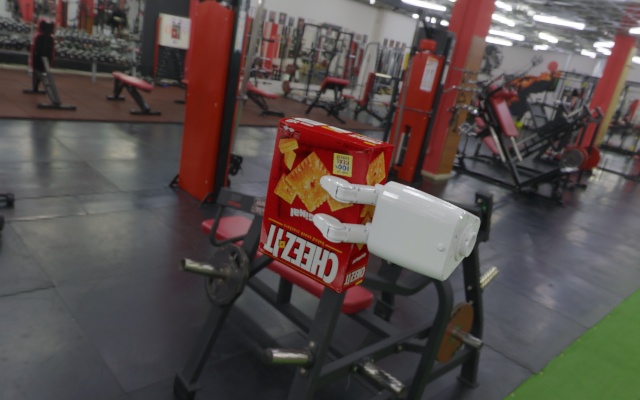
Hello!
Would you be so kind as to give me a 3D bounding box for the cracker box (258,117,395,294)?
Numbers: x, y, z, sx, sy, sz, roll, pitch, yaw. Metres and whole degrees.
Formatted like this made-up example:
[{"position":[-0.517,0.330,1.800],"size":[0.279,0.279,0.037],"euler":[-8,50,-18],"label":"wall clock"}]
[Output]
[{"position":[0.000,0.002,0.693],"size":[0.164,0.214,0.072],"euler":[23,21,32],"label":"cracker box"}]
